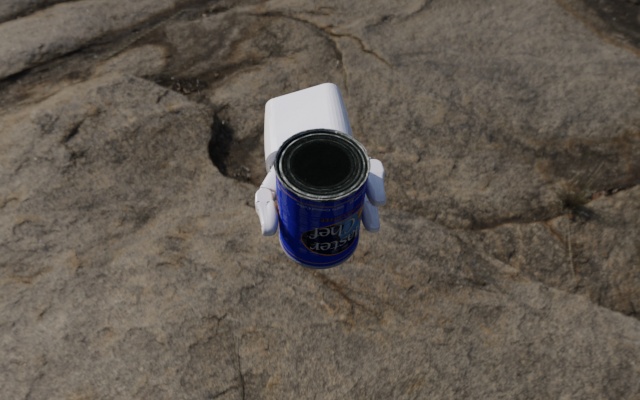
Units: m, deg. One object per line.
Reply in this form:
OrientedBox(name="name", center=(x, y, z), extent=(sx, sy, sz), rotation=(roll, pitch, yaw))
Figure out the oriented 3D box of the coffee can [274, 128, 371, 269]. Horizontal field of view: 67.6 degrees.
OrientedBox(name="coffee can", center=(0.000, 0.002, 0.557), extent=(0.103, 0.102, 0.140), rotation=(0, -37, -2))
